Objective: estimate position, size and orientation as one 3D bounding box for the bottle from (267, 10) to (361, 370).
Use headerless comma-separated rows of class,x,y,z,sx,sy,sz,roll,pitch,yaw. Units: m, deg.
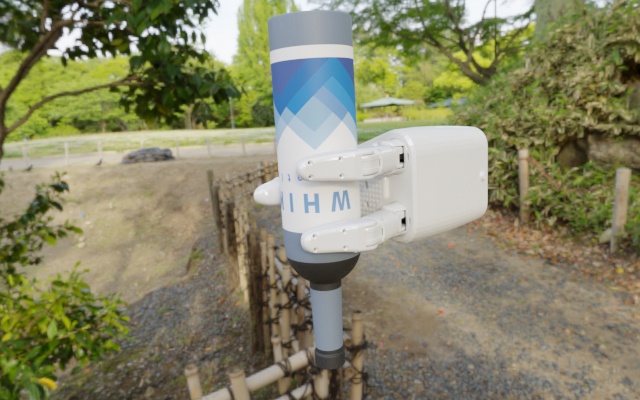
bottle,0.000,0.001,0.403,0.069,0.296,0.069,-3,10,1
